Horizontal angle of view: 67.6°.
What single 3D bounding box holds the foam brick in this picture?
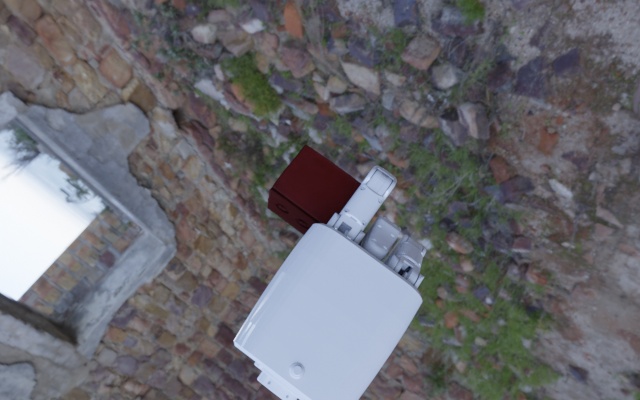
[{"bbox_3d":[0.000,0.001,0.406,0.078,0.051,0.053,36,-19,4],"label":"foam brick"}]
